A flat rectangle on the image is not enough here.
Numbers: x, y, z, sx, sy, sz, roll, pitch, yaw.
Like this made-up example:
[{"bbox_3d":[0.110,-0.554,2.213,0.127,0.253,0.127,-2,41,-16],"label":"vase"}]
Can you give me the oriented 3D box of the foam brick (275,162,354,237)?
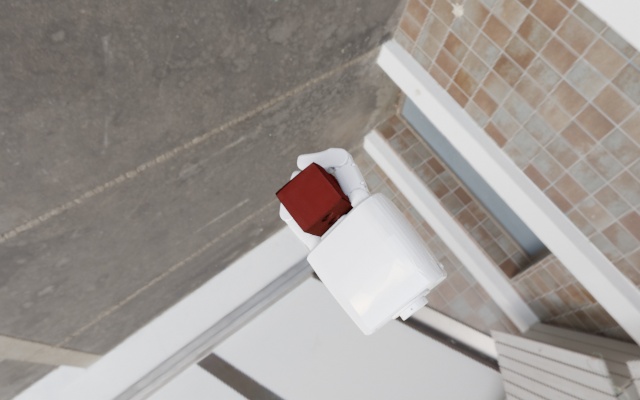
[{"bbox_3d":[0.000,0.002,0.501,0.053,0.051,0.078,-40,-19,9],"label":"foam brick"}]
